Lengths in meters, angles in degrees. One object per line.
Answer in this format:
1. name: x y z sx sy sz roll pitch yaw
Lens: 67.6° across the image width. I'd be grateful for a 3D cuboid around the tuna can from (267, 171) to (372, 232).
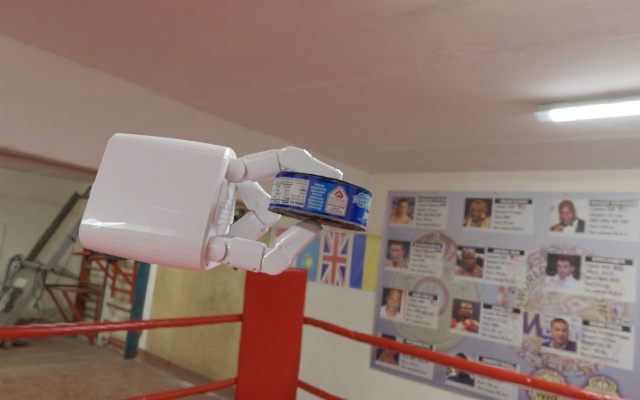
1. tuna can: 0.000 0.001 0.407 0.086 0.033 0.086 12 -6 1
